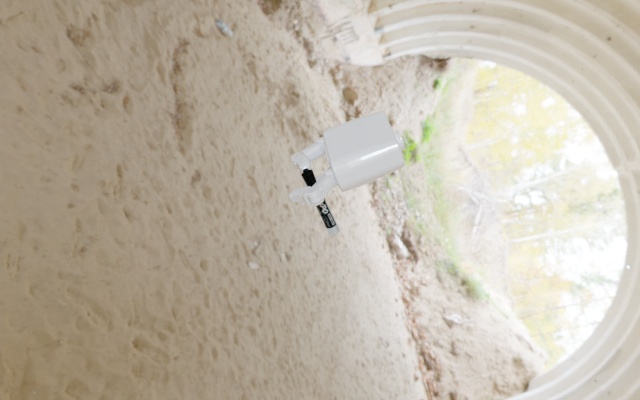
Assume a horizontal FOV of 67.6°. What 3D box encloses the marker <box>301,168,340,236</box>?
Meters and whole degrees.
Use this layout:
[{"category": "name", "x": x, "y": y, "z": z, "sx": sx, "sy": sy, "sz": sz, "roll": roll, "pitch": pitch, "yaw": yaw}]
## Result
[{"category": "marker", "x": 0.000, "y": 0.002, "z": 0.739, "sx": 0.020, "sy": 0.121, "sz": 0.020, "roll": -19, "pitch": 28, "yaw": 11}]
